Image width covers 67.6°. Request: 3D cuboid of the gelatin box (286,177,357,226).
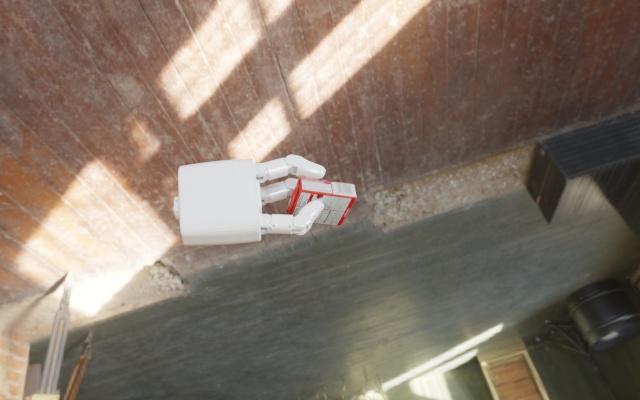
[{"bbox_3d":[0.000,0.003,0.715,0.089,0.030,0.073,7,-40,-16],"label":"gelatin box"}]
